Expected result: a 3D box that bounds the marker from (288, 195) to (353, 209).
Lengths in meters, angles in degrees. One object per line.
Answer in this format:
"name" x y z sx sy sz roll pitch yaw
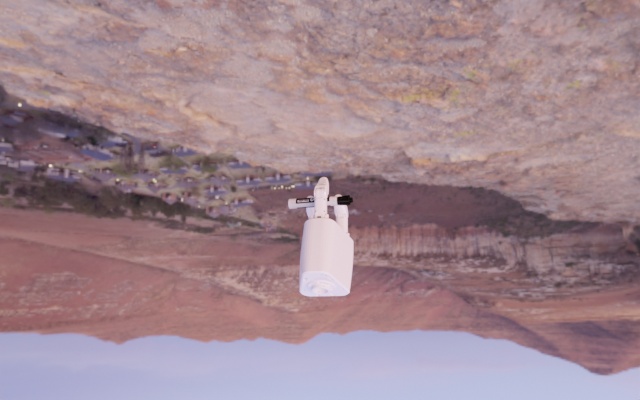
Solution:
"marker" 0.000 0.003 0.886 0.121 0.020 0.020 -3 -1 13
